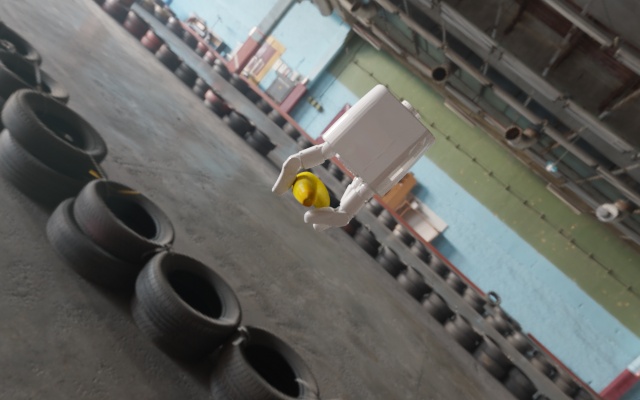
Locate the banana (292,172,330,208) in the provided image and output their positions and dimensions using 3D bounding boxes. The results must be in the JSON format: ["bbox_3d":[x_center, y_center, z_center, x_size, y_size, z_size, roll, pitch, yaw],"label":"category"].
[{"bbox_3d":[-0.011,-0.011,0.707,0.037,0.069,0.198,-40,-13,4],"label":"banana"}]
